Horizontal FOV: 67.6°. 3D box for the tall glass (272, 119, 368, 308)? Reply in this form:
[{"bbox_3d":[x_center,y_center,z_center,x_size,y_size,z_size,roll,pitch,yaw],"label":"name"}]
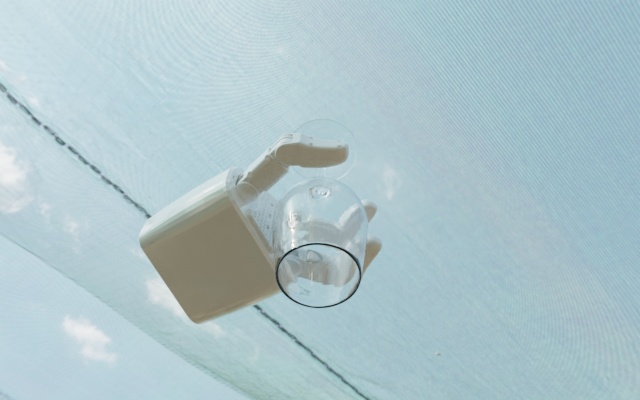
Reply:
[{"bbox_3d":[0.000,0.001,0.422,0.079,0.079,0.201,0,32,1],"label":"tall glass"}]
